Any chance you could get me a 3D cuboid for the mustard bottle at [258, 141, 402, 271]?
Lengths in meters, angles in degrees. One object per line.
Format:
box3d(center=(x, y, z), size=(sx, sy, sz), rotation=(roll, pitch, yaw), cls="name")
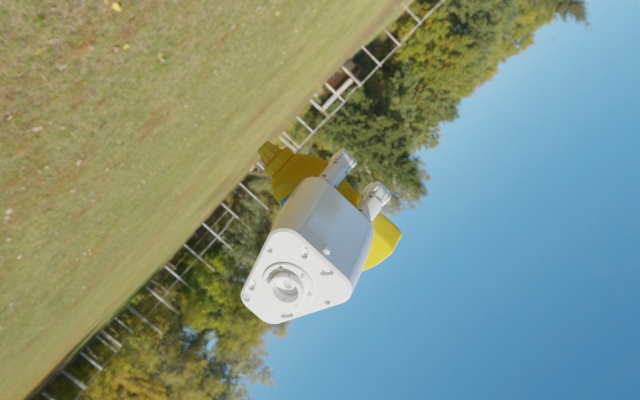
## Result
box3d(center=(0.000, 0.002, 0.572), size=(0.058, 0.191, 0.096), rotation=(-53, 10, -35), cls="mustard bottle")
